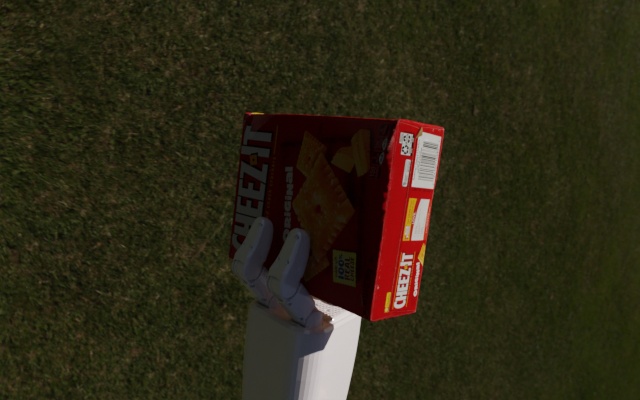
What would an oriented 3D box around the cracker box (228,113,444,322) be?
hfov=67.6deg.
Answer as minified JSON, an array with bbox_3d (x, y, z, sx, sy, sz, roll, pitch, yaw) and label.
[{"bbox_3d":[0.000,0.002,0.462,0.072,0.164,0.213,3,7,-44],"label":"cracker box"}]
